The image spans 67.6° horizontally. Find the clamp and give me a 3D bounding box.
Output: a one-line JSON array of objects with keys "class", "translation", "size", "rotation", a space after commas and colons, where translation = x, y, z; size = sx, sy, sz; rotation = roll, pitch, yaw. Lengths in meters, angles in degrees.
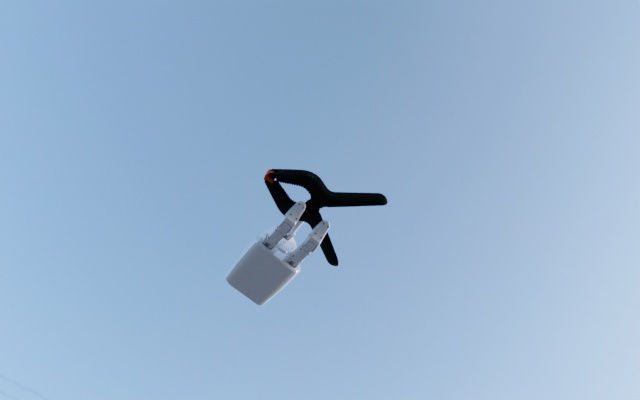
[{"class": "clamp", "translation": [0.000, 0.002, 0.836], "size": [0.210, 0.164, 0.036], "rotation": [39, 19, -11]}]
